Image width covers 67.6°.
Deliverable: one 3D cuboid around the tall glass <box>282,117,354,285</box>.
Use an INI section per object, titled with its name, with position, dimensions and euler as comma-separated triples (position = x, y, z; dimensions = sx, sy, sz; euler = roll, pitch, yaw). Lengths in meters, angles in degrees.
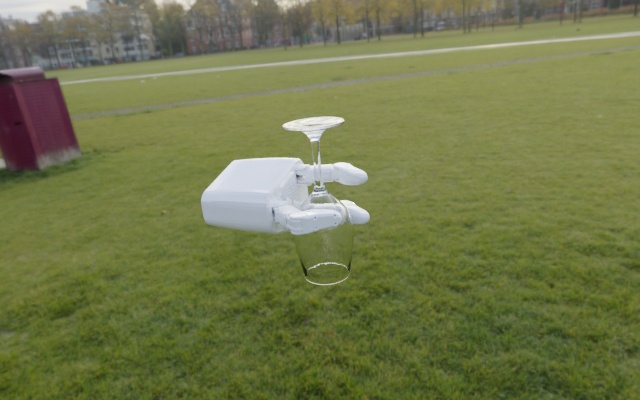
[tall glass]
position = 0.000, 0.001, 0.595
dimensions = 0.079, 0.201, 0.079
euler = -5, 19, 2
